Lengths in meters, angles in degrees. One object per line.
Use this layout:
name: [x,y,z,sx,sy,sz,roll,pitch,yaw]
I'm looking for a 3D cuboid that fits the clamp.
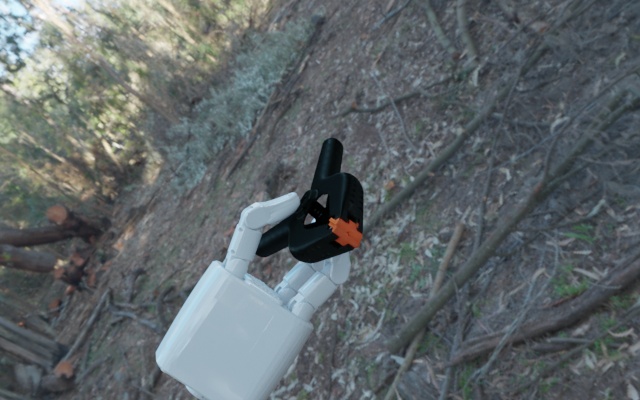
clamp: [-0.001,0.001,0.483,0.036,0.164,0.210,34,-7,-18]
